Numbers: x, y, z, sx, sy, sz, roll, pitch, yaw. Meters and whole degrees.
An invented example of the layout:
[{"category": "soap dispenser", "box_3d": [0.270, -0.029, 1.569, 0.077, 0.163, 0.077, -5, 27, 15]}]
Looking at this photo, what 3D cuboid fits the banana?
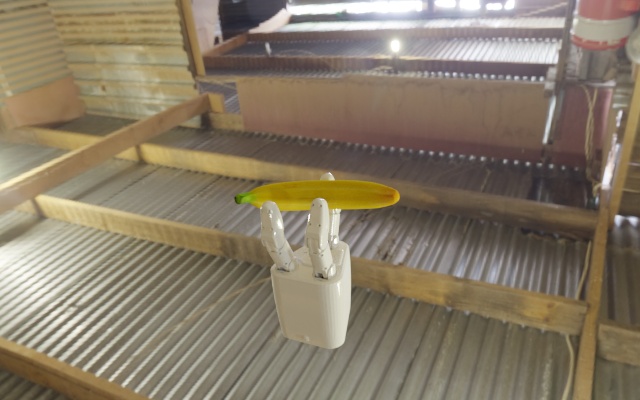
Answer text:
[{"category": "banana", "box_3d": [-0.003, -0.003, 0.601, 0.198, 0.037, 0.069, -3, 17, 2]}]
